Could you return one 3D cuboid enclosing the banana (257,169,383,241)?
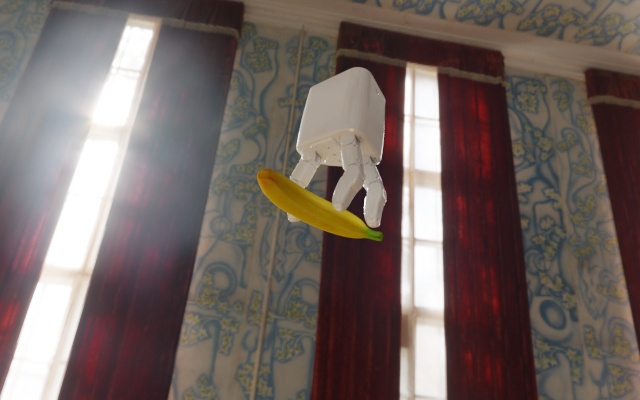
[{"bbox_3d":[-0.009,0.006,0.609,0.198,0.037,0.069,26,-25,-31],"label":"banana"}]
